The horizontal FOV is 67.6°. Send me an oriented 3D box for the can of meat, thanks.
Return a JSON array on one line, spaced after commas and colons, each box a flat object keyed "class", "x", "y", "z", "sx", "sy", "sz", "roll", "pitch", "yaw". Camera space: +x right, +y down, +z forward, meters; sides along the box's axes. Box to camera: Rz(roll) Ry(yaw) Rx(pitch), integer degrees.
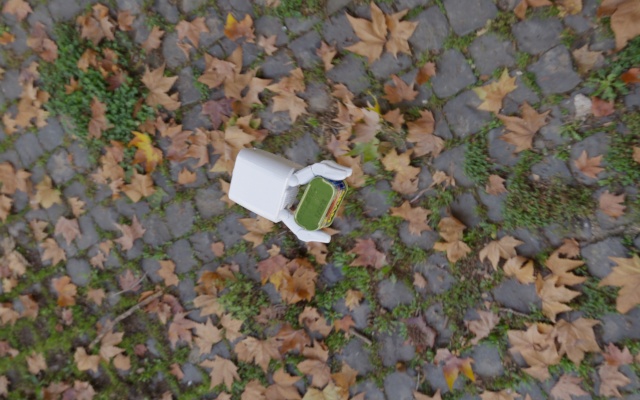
[{"class": "can of meat", "x": 0.000, "y": 0.003, "z": 0.860, "sx": 0.057, "sy": 0.102, "sz": 0.084, "roll": 28, "pitch": 12, "yaw": 11}]
